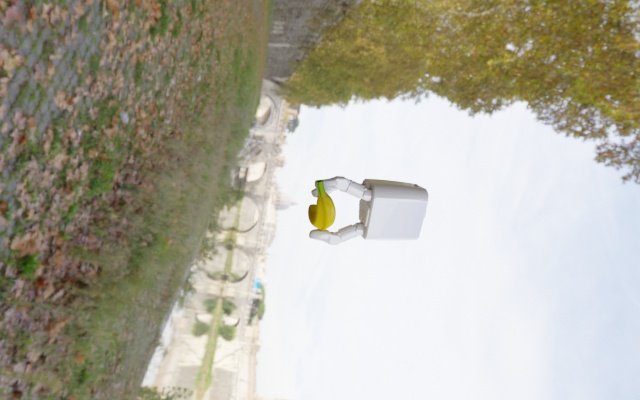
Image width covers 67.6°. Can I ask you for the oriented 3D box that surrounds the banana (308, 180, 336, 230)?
[{"bbox_3d":[0.002,0.020,0.864,0.037,0.069,0.198,-4,-13,-8],"label":"banana"}]
